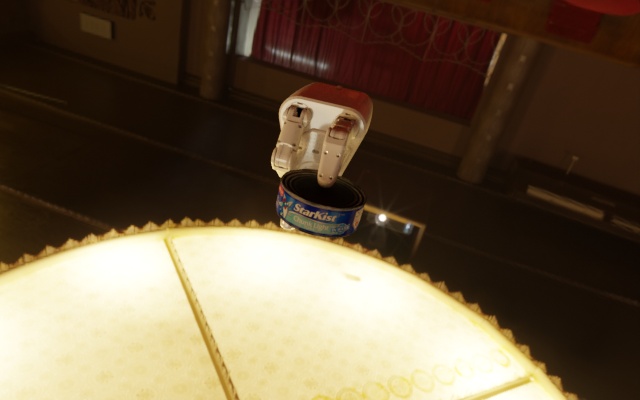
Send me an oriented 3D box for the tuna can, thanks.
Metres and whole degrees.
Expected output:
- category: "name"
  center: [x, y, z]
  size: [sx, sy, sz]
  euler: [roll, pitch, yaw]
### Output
- category: "tuna can"
  center: [0.000, 0.002, 0.469]
  size: [0.086, 0.034, 0.086]
  euler: [12, 24, -6]
